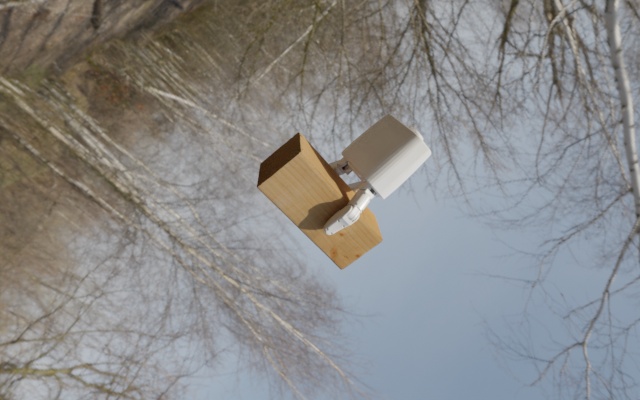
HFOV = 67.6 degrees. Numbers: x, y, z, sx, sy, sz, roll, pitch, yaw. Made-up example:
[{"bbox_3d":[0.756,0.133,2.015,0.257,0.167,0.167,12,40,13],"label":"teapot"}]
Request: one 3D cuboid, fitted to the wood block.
[{"bbox_3d":[0.001,0.003,0.781,0.090,0.206,0.090,-37,24,15],"label":"wood block"}]
